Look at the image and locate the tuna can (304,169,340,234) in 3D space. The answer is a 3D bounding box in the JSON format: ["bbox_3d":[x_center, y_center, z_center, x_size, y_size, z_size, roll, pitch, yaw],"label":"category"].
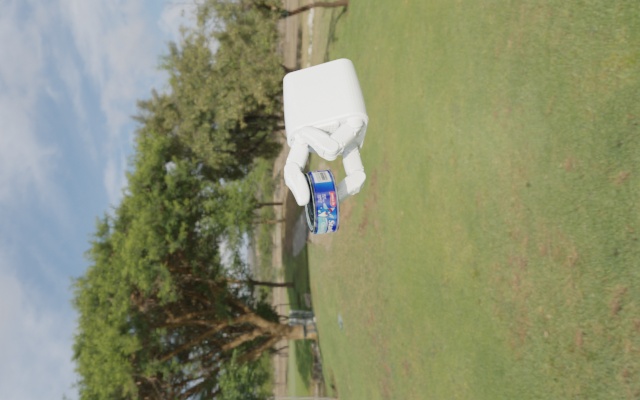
[{"bbox_3d":[0.000,0.002,0.644,0.034,0.086,0.086,-6,1,-10],"label":"tuna can"}]
